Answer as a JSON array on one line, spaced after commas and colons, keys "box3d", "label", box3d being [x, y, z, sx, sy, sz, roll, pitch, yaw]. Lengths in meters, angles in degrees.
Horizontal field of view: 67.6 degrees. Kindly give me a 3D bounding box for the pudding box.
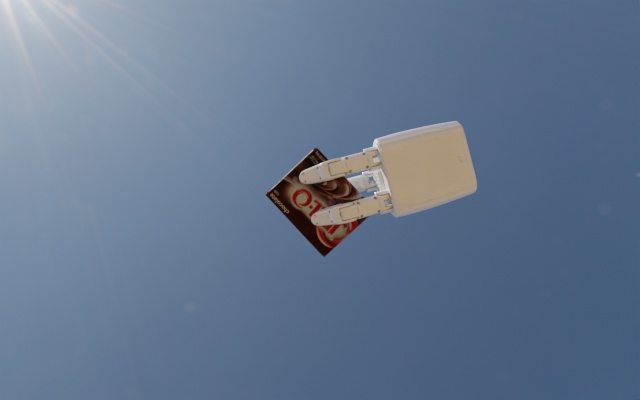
[{"box3d": [0.000, 0.002, 0.618, 0.090, 0.113, 0.039, -43, 2, 3], "label": "pudding box"}]
